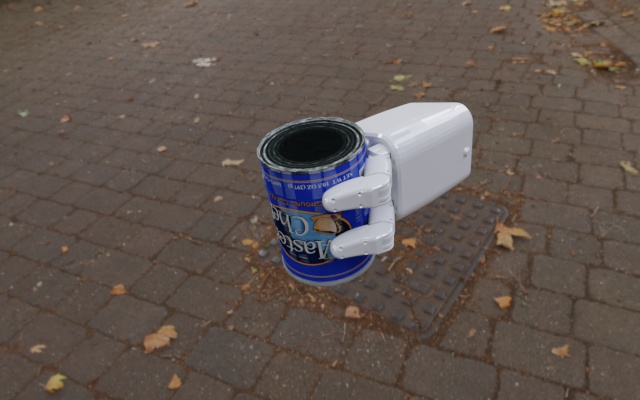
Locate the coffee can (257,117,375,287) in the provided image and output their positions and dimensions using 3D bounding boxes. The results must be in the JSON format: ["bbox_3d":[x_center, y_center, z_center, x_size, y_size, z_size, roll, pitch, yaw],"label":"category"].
[{"bbox_3d":[0.000,0.002,0.484,0.103,0.140,0.102,-6,35,4],"label":"coffee can"}]
